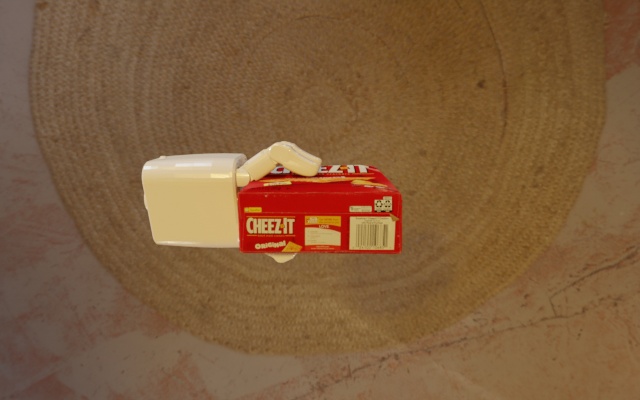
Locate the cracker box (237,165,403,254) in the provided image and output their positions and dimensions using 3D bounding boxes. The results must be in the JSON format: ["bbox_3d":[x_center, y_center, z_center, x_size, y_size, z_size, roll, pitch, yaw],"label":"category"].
[{"bbox_3d":[0.000,0.002,0.569,0.164,0.072,0.213,0,11,0],"label":"cracker box"}]
